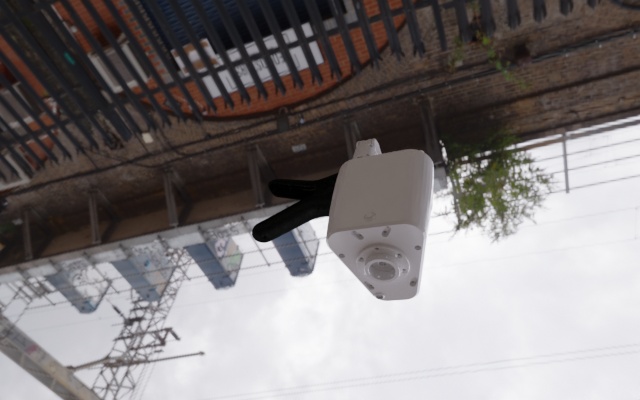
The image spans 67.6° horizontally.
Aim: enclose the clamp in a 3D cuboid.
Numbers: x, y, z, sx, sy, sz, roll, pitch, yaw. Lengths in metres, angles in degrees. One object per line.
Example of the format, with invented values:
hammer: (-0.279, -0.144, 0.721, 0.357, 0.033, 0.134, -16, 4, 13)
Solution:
clamp: (0.000, 0.002, 0.562, 0.171, 0.039, 0.120, -10, 37, 22)
